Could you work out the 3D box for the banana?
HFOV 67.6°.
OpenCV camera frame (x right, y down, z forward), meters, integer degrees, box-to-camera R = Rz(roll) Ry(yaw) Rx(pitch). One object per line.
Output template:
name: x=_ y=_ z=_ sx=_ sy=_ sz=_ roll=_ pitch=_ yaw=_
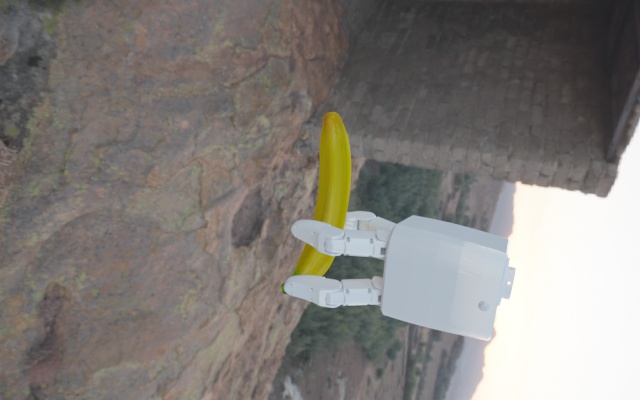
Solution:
banana: x=0.006 y=0.006 z=0.523 sx=0.037 sy=0.198 sz=0.069 roll=13 pitch=2 yaw=23
